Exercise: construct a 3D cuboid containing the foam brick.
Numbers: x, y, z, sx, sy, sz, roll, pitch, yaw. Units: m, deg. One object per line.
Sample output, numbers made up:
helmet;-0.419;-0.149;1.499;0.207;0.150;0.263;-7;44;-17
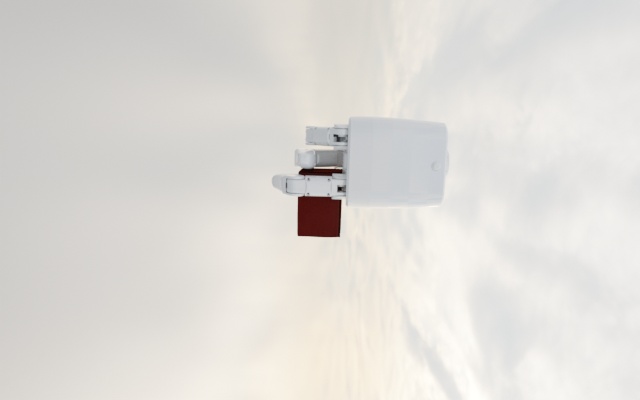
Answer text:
foam brick;0.000;0.002;0.566;0.051;0.078;0.053;2;9;2
